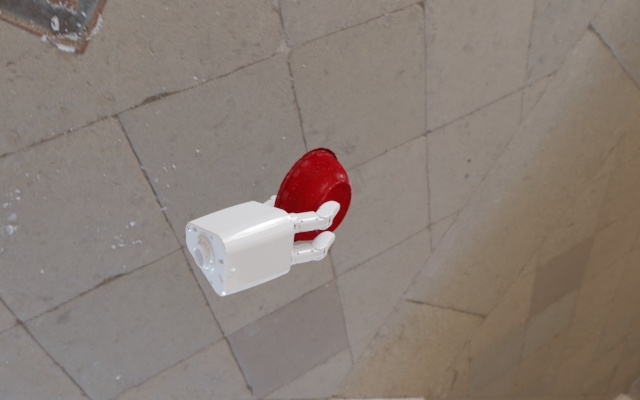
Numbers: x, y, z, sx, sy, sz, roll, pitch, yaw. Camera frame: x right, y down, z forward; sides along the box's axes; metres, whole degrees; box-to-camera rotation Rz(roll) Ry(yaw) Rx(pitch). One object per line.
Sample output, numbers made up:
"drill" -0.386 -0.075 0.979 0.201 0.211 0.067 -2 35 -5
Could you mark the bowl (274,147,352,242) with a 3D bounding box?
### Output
"bowl" 0.001 0.002 0.743 0.055 0.162 0.162 26 14 30
